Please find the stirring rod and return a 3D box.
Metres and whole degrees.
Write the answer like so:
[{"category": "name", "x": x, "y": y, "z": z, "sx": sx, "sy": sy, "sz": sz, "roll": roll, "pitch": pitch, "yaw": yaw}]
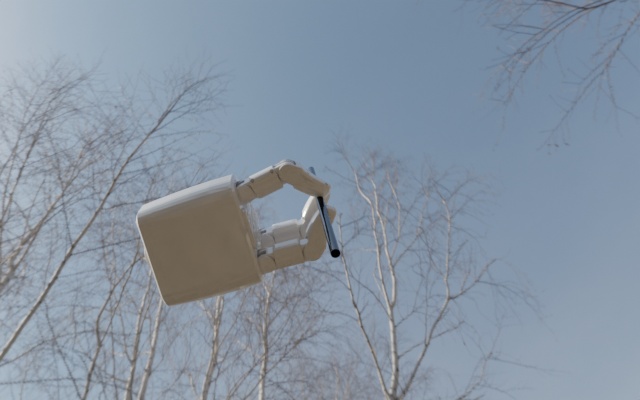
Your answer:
[{"category": "stirring rod", "x": 0.000, "y": 0.002, "z": 0.495, "sx": 0.011, "sy": 0.011, "sz": 0.239, "roll": 0, "pitch": 20, "yaw": -6}]
